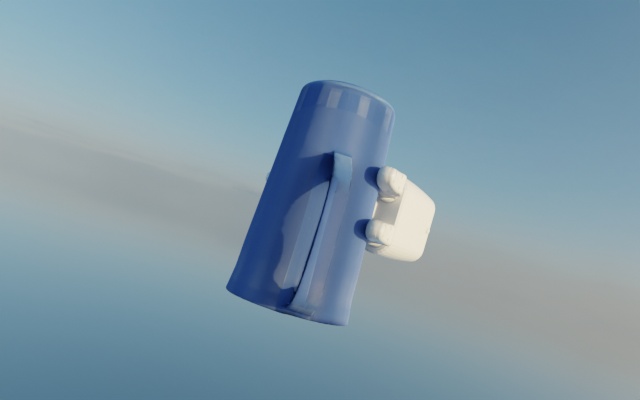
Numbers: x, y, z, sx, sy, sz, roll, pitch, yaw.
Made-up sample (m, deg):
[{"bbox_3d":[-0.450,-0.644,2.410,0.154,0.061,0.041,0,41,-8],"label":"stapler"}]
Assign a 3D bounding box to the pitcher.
[{"bbox_3d":[0.000,0.002,0.504,0.149,0.243,0.145,13,-6,37],"label":"pitcher"}]
